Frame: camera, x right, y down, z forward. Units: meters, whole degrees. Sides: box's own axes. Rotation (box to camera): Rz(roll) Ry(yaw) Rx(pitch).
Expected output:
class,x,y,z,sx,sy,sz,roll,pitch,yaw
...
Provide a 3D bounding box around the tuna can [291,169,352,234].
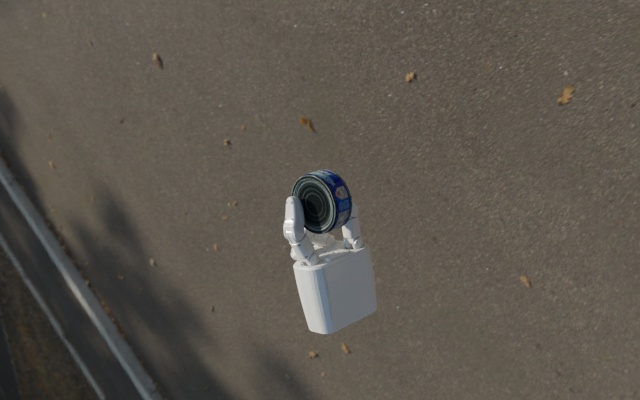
class,x,y,z,sx,sy,sz,roll,pitch,yaw
tuna can,0.000,0.002,0.654,0.086,0.086,0.033,0,14,44
